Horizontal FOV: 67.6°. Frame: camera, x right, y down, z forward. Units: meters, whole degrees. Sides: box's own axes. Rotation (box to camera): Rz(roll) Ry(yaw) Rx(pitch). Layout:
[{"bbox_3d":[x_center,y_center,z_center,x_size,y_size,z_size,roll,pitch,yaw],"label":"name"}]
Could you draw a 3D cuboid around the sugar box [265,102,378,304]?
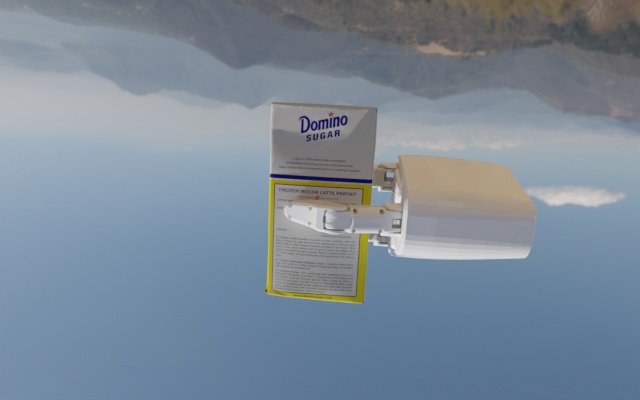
[{"bbox_3d":[0.000,0.001,0.437,0.093,0.176,0.048,4,9,3],"label":"sugar box"}]
